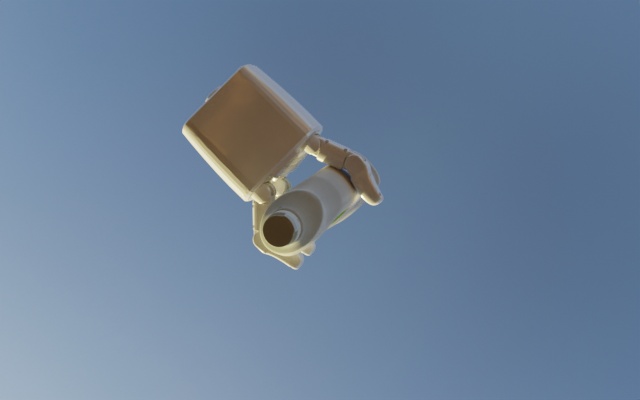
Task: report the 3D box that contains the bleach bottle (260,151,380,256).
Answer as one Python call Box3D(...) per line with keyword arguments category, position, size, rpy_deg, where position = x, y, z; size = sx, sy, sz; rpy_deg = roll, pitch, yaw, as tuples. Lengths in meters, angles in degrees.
Box3D(category="bleach bottle", position=(0.000, 0.002, 0.519), size=(0.102, 0.068, 0.251), rpy_deg=(-45, -4, 16))
